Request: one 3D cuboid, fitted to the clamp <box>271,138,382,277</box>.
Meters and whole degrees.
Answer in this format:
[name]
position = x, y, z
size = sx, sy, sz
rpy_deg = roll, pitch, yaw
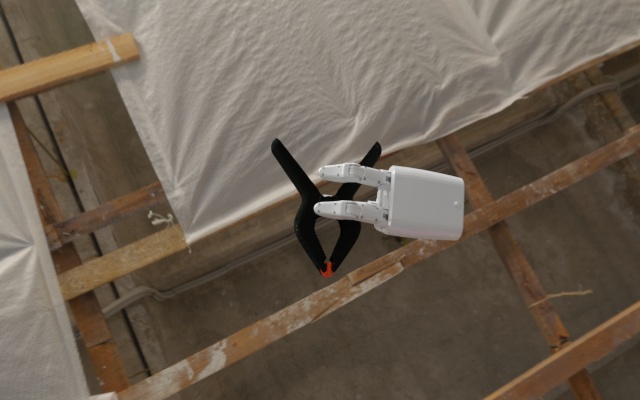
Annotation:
[clamp]
position = 0.000, 0.003, 0.687
size = 0.164, 0.210, 0.036
rpy_deg = 8, -17, -2
